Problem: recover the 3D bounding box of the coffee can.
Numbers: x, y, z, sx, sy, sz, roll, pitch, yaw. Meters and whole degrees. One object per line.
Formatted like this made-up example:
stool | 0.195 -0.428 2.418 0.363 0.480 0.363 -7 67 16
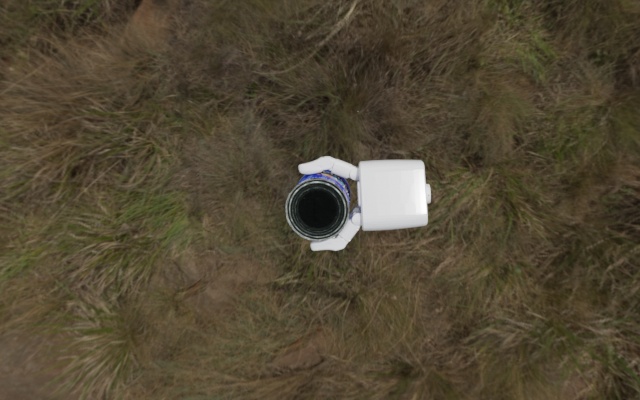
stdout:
coffee can | 0.000 0.003 0.820 0.103 0.103 0.140 0 11 4
